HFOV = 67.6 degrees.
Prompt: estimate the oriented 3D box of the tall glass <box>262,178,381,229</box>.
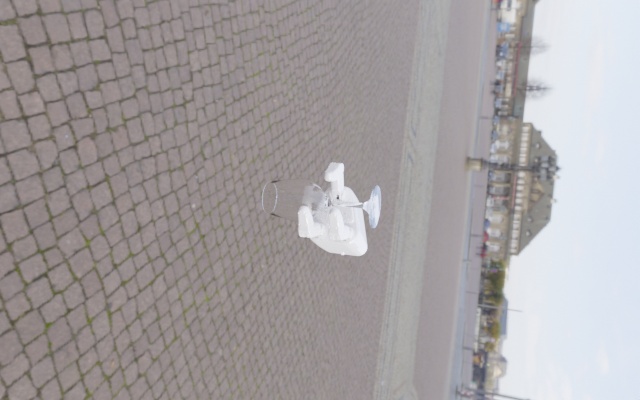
[{"bbox_3d":[0.001,0.003,0.841,0.201,0.079,0.079,5,2,19],"label":"tall glass"}]
